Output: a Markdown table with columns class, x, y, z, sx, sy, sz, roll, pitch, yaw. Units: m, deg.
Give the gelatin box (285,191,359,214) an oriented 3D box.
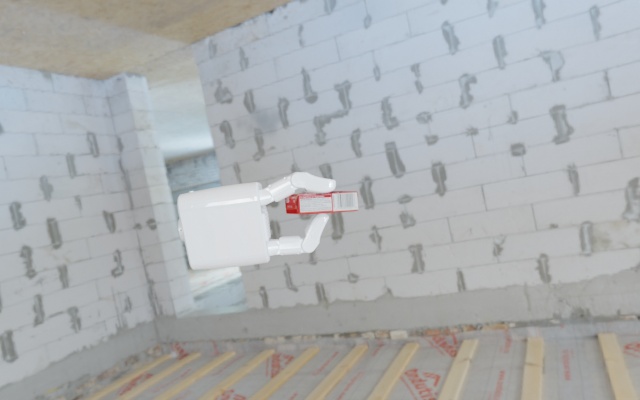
| class | x | y | z | sx | sy | sz | roll | pitch | yaw |
| --- | --- | --- | --- | --- | --- | --- | --- | --- | --- |
| gelatin box | 0.000 | 0.003 | 0.674 | 0.089 | 0.030 | 0.073 | -3 | 1 | -16 |
